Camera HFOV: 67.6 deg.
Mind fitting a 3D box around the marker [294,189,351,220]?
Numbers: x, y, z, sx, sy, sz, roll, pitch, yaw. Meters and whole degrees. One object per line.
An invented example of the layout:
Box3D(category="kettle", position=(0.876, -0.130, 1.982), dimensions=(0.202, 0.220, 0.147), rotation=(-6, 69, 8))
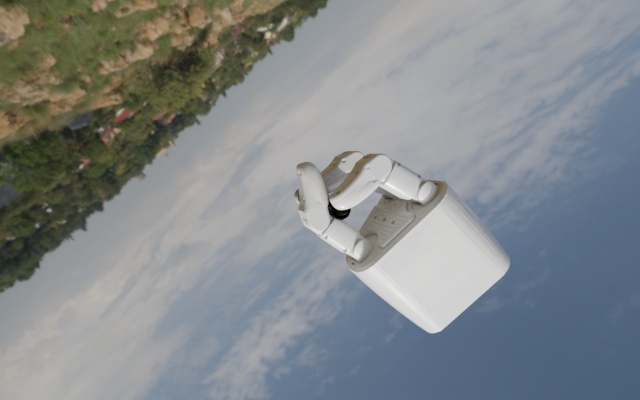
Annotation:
Box3D(category="marker", position=(0.000, 0.001, 0.455), dimensions=(0.020, 0.020, 0.121), rotation=(0, 6, -19))
